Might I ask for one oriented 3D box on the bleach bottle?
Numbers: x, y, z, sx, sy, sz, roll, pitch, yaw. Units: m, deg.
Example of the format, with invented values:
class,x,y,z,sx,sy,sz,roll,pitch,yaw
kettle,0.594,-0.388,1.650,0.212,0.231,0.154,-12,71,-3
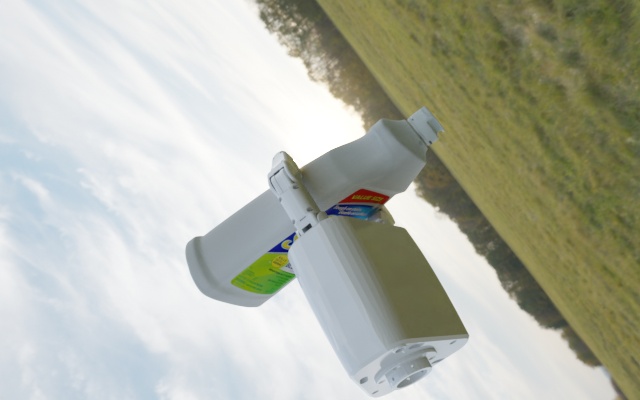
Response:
class,x,y,z,sx,sy,sz,roll,pitch,yaw
bleach bottle,0.000,0.001,0.439,0.251,0.068,0.103,-38,-35,14
